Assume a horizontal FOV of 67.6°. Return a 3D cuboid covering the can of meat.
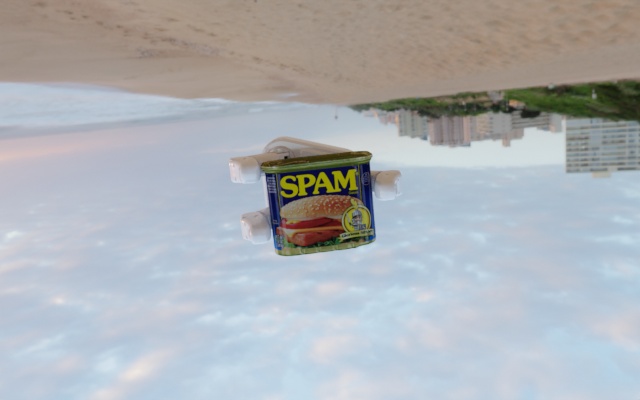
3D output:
[{"bbox_3d":[0.000,0.002,0.448,0.102,0.084,0.057,-6,11,-3],"label":"can of meat"}]
